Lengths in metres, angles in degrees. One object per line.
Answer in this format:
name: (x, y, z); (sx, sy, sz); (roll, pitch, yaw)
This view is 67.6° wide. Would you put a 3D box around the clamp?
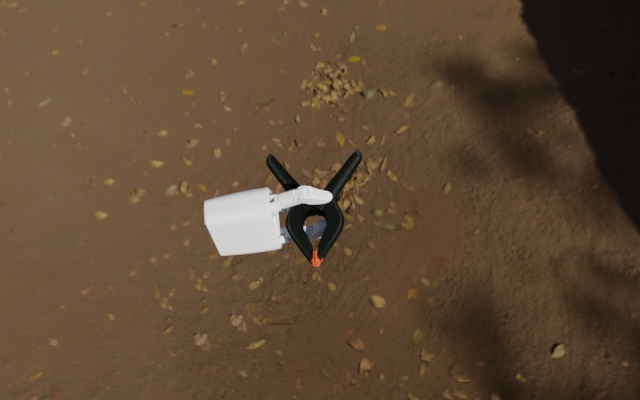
clamp: (0.000, 0.003, 0.786); (0.164, 0.210, 0.036); (-9, -26, 1)
